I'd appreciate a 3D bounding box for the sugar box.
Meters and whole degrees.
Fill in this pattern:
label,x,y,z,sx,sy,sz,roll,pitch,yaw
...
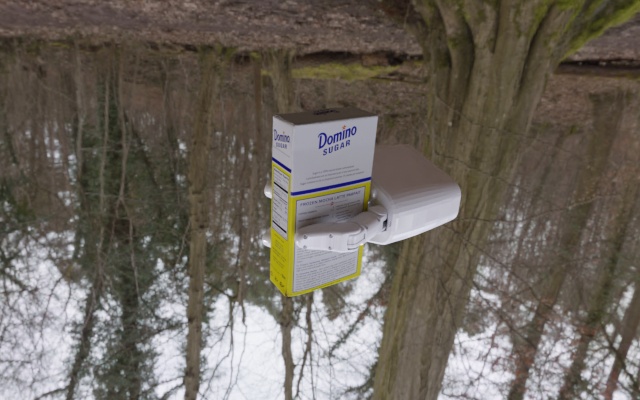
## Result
label,x,y,z,sx,sy,sz,roll,pitch,yaw
sugar box,0.000,0.001,0.465,0.093,0.176,0.048,-12,27,-32
